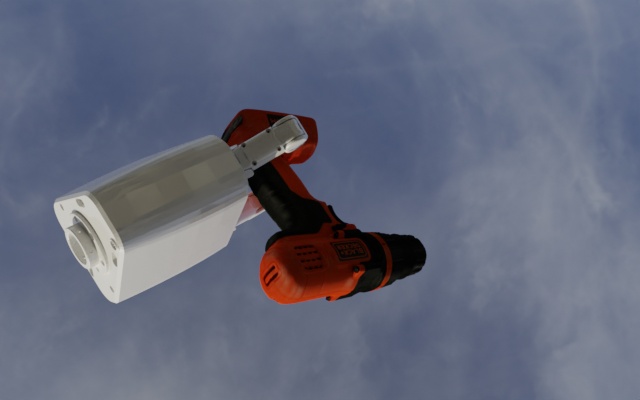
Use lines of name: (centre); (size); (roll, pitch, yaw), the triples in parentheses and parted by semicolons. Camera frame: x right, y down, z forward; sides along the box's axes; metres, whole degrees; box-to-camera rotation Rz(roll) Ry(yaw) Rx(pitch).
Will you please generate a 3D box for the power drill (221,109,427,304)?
power drill: (0.000, 0.001, 0.439); (0.184, 0.187, 0.057); (0, -41, -45)
